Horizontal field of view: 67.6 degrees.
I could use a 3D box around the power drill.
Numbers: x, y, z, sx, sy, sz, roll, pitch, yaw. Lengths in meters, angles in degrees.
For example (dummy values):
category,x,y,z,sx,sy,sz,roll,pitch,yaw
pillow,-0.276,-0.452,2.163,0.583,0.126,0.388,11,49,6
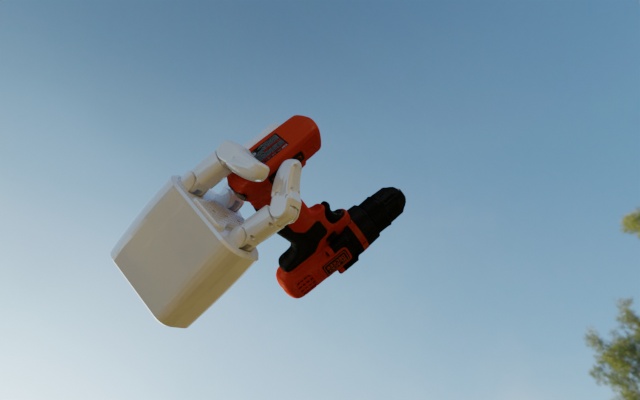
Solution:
category,x,y,z,sx,sy,sz,roll,pitch,yaw
power drill,0.000,0.002,0.527,0.184,0.188,0.057,-39,37,-10
